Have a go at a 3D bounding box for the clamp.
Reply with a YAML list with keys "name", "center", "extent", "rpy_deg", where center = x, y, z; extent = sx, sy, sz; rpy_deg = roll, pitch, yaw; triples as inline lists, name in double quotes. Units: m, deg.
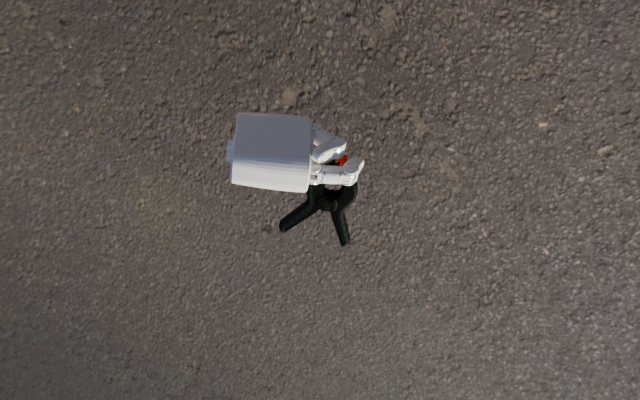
- name: "clamp"
  center: [0.000, 0.003, 0.750]
  extent: [0.120, 0.172, 0.039]
  rpy_deg: [4, 36, -9]
